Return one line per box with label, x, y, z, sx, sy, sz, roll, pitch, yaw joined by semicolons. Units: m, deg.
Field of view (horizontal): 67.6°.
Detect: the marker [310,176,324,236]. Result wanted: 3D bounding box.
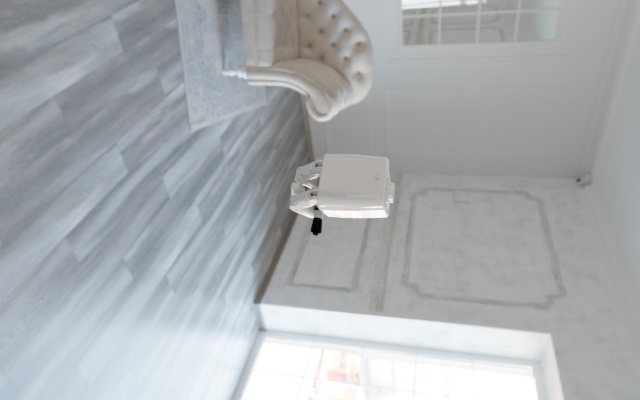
marker;0.000;0.003;0.817;0.020;0.121;0.020;7;-25;3
